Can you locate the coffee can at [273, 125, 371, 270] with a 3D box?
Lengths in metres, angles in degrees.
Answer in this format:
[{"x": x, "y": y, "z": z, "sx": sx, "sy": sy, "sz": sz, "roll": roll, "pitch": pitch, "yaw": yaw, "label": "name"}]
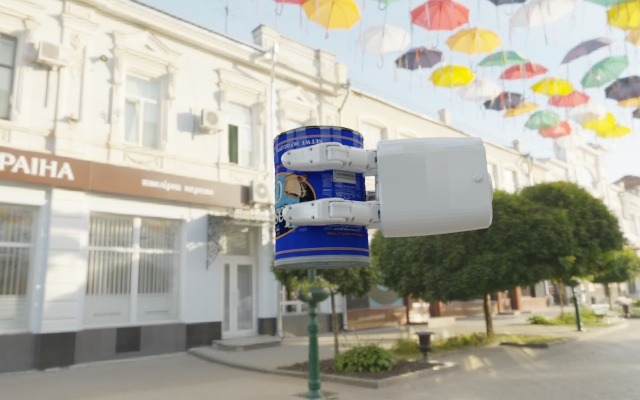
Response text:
[{"x": 0.000, "y": 0.002, "z": 0.521, "sx": 0.103, "sy": 0.140, "sz": 0.103, "roll": -2, "pitch": -11, "yaw": 0, "label": "coffee can"}]
